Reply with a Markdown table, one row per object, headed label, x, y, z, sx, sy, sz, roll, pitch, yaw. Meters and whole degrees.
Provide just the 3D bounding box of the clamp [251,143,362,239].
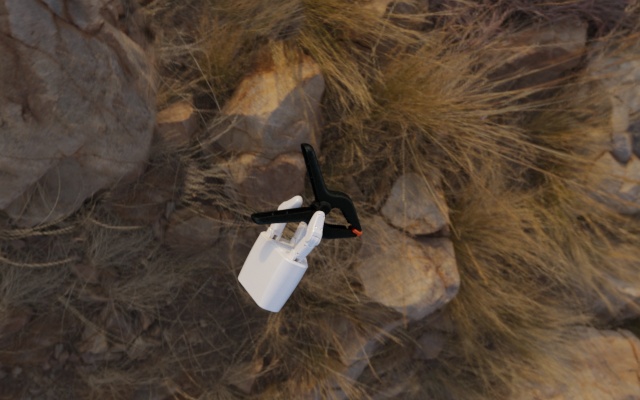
| label | x | y | z | sx | sy | sz | roll | pitch | yaw |
| --- | --- | --- | --- | --- | --- | --- | --- | --- | --- |
| clamp | 0.001 | 0.004 | 0.862 | 0.210 | 0.164 | 0.036 | 25 | 11 | -29 |
